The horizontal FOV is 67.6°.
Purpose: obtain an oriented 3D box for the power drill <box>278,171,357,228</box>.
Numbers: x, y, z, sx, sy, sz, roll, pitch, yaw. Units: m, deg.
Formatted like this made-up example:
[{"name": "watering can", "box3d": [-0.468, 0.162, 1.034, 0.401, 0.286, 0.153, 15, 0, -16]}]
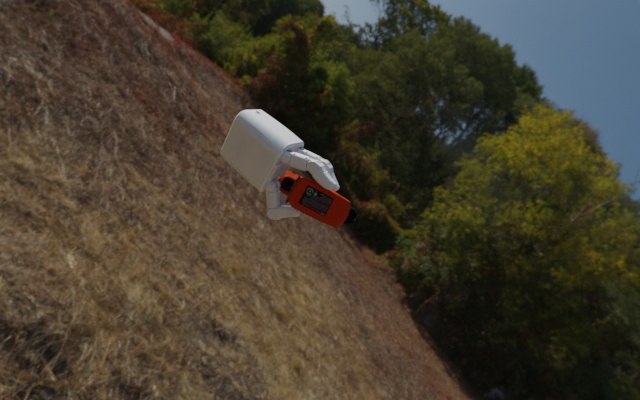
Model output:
[{"name": "power drill", "box3d": [0.000, 0.003, 0.892, 0.184, 0.057, 0.187, 26, 0, -10]}]
